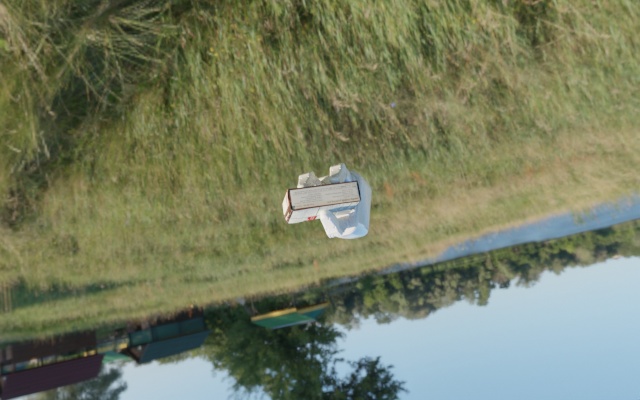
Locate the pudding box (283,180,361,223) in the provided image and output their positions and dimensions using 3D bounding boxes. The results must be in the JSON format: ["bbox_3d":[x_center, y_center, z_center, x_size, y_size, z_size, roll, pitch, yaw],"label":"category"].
[{"bbox_3d":[0.000,0.003,0.759,0.113,0.039,0.090,-9,-14,-12],"label":"pudding box"}]
